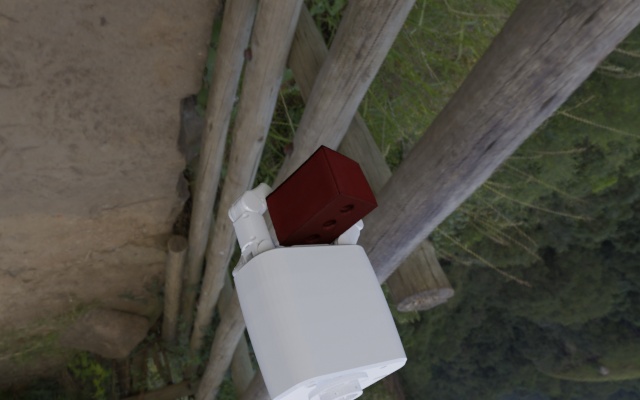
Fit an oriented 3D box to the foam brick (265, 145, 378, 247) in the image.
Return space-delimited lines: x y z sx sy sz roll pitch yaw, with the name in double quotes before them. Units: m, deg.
"foam brick" 0.000 0.001 0.415 0.053 0.051 0.078 18 -50 -44
